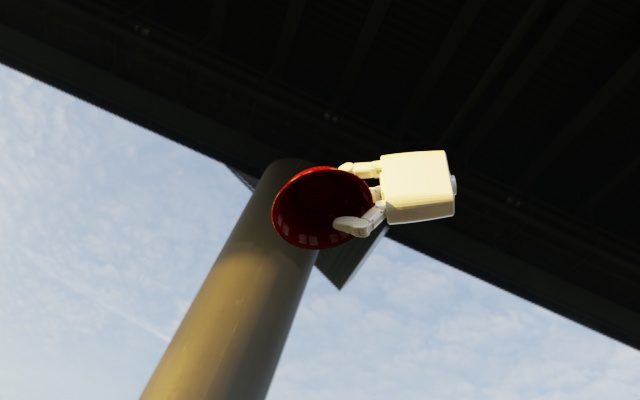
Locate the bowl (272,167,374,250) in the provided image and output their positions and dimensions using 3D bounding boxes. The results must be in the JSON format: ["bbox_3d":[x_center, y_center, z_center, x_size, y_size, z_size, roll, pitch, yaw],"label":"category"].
[{"bbox_3d":[-0.001,0.002,0.765,0.162,0.162,0.055,0,37,-13],"label":"bowl"}]
